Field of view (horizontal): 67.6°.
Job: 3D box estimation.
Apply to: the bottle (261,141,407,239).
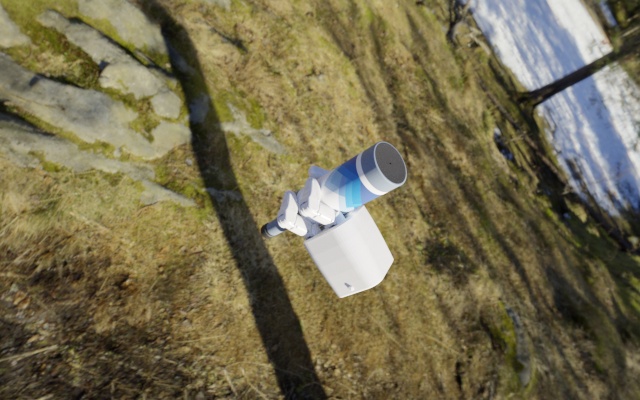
[{"bbox_3d":[0.000,0.002,0.746,0.069,0.069,0.296,0,-21,-44],"label":"bottle"}]
